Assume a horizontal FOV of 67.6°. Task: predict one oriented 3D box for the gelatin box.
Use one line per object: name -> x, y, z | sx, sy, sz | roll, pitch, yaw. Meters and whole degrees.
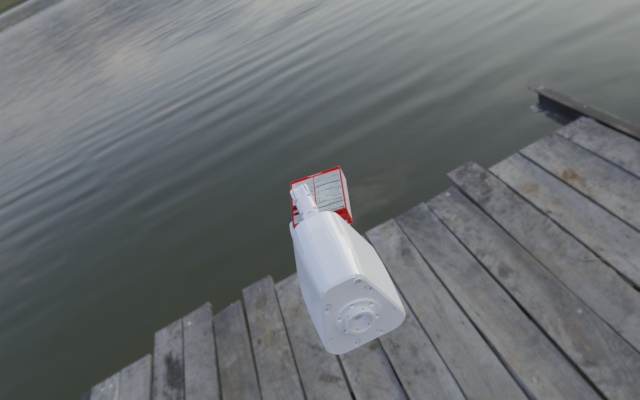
gelatin box -> 0.000, 0.002, 0.626 | 0.073, 0.089, 0.030 | -18, -48, 11
